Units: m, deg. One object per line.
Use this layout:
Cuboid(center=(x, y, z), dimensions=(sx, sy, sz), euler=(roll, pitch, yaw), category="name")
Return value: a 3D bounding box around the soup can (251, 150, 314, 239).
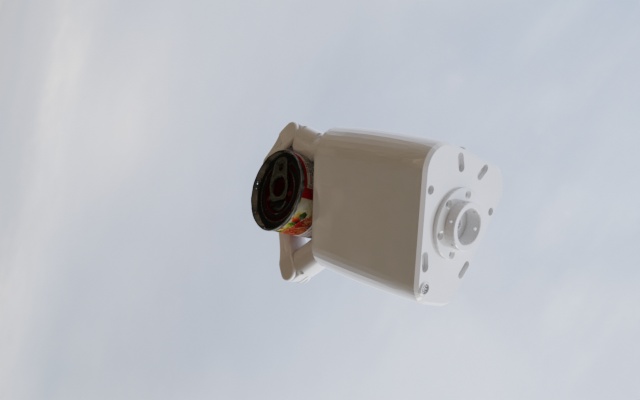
Cuboid(center=(0.000, 0.001, 0.421), dimensions=(0.102, 0.068, 0.068), euler=(15, -10, -40), category="soup can")
